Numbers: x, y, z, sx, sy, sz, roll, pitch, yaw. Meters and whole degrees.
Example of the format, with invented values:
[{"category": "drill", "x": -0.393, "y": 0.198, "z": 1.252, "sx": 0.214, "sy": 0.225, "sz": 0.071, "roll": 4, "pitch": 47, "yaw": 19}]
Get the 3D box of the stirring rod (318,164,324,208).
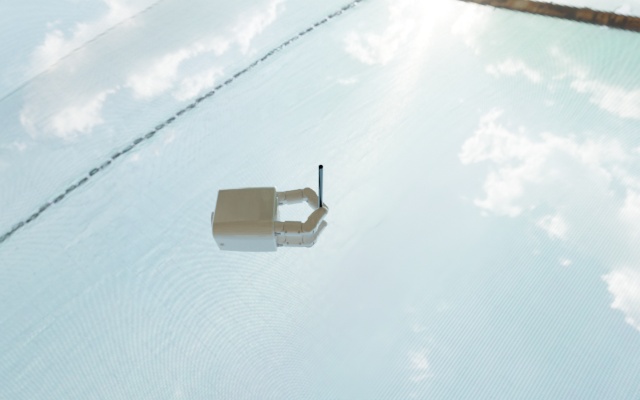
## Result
[{"category": "stirring rod", "x": 0.000, "y": 0.003, "z": 0.812, "sx": 0.011, "sy": 0.011, "sz": 0.240, "roll": 0, "pitch": -26, "yaw": 0}]
